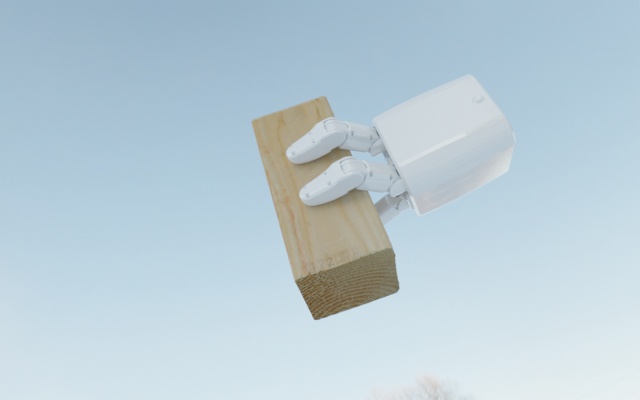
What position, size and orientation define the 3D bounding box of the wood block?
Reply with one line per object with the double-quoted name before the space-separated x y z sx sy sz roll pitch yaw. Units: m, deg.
"wood block" 0.000 0.002 0.491 0.090 0.206 0.091 -19 -38 0
